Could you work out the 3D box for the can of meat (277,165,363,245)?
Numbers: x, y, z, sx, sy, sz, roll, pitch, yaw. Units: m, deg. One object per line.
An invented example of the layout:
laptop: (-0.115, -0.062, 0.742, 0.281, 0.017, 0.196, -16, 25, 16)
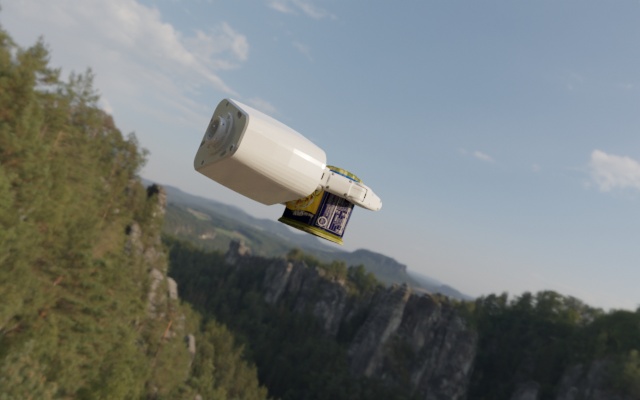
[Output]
can of meat: (0.000, 0.002, 0.604, 0.057, 0.084, 0.102, 25, -6, -31)
